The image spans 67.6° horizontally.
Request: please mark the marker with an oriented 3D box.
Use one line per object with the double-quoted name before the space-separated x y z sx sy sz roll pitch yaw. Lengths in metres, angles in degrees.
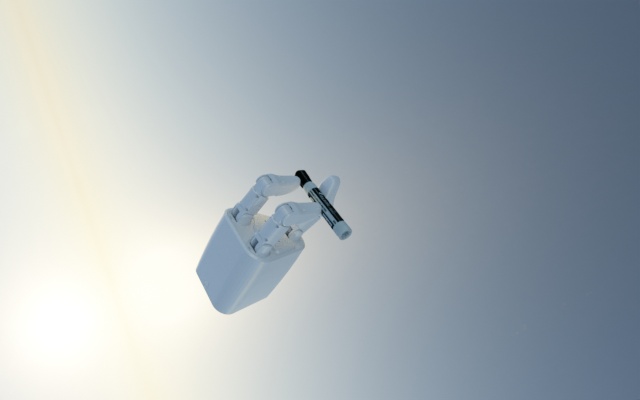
"marker" 0.000 0.002 0.603 0.020 0.020 0.121 0 40 -41
